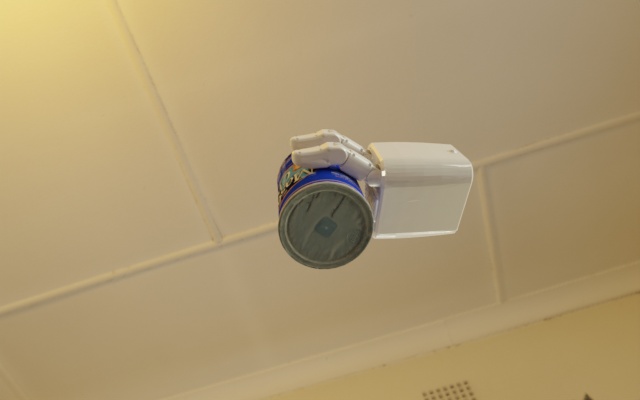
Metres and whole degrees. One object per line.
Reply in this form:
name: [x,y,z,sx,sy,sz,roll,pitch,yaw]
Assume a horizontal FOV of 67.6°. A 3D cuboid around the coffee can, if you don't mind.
coffee can: [0.000,0.002,0.568,0.103,0.103,0.140,0,24,-6]
